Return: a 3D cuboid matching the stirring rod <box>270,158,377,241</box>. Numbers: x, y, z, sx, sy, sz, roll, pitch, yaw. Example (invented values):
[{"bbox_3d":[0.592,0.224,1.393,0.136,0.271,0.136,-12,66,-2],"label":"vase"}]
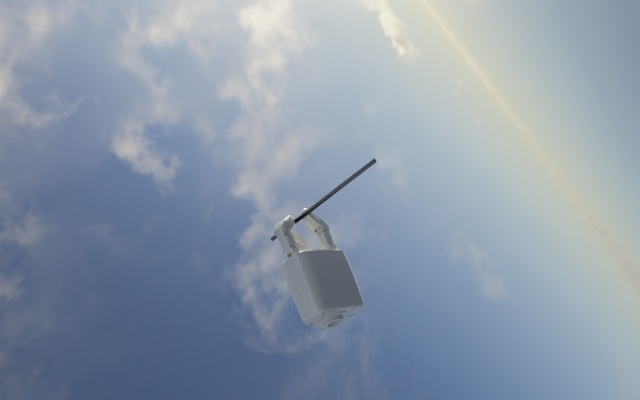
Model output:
[{"bbox_3d":[0.000,0.003,0.815,0.239,0.011,0.011,-38,-17,23],"label":"stirring rod"}]
